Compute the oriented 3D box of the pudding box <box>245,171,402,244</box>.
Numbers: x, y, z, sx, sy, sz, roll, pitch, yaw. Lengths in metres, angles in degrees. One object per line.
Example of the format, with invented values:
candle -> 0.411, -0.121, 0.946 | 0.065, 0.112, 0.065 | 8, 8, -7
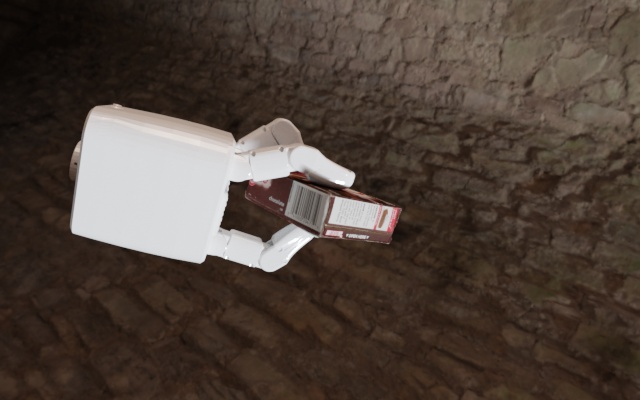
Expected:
pudding box -> 0.000, 0.002, 0.428 | 0.090, 0.039, 0.113 | 9, 12, -43
